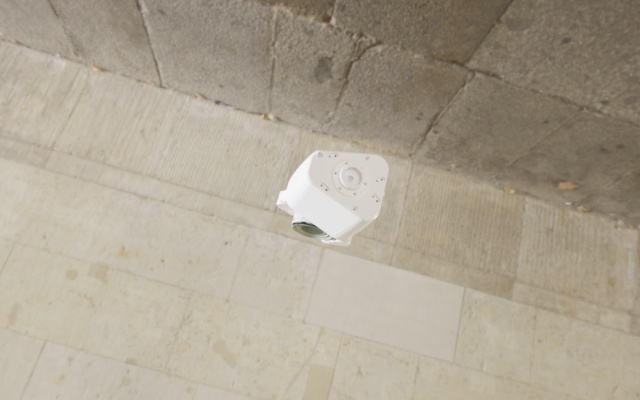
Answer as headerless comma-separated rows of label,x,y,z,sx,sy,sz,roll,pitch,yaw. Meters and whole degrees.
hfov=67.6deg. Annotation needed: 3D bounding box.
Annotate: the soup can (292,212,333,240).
soup can,0.000,0.003,0.738,0.068,0.102,0.068,14,-20,5
